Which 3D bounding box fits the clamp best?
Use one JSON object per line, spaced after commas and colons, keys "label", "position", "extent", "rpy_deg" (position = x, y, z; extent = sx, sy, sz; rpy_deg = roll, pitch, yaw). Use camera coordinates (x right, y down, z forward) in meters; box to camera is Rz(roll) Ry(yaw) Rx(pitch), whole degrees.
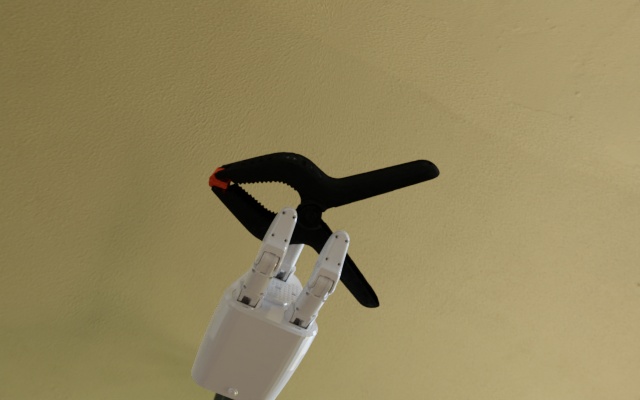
{"label": "clamp", "position": [-0.001, 0.001, 0.464], "extent": [0.210, 0.164, 0.036], "rpy_deg": [25, 17, -8]}
